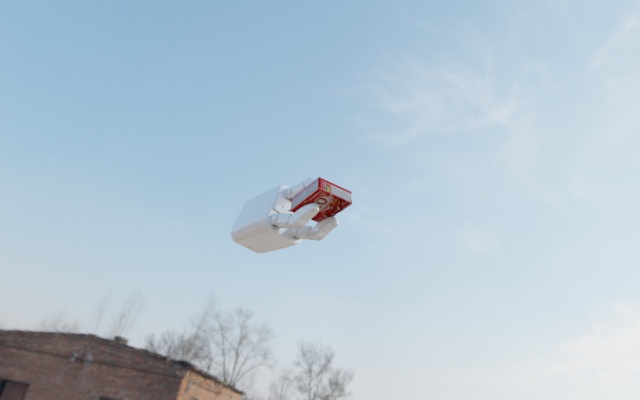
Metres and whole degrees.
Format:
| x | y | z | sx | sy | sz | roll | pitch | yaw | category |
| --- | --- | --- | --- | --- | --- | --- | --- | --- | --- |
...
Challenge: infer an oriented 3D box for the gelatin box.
| x | y | z | sx | sy | sz | roll | pitch | yaw | category |
| --- | --- | --- | --- | --- | --- | --- | --- | --- | --- |
| 0.000 | 0.002 | 0.839 | 0.073 | 0.030 | 0.089 | 24 | -41 | -29 | gelatin box |
